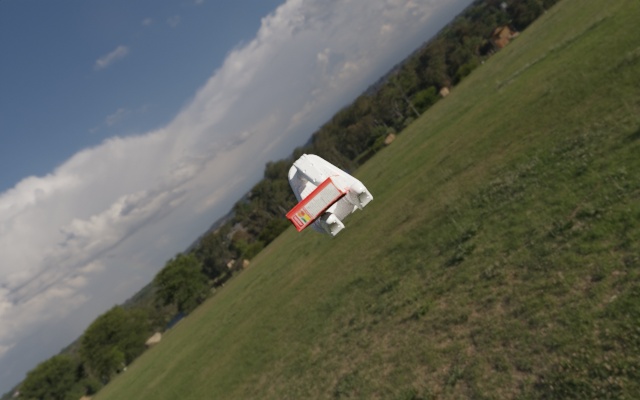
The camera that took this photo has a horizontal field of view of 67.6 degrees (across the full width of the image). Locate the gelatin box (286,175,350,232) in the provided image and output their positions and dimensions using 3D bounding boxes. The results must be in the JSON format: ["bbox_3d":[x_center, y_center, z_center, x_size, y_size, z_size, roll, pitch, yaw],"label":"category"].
[{"bbox_3d":[0.000,0.002,0.610,0.073,0.030,0.089,-41,-3,10],"label":"gelatin box"}]
